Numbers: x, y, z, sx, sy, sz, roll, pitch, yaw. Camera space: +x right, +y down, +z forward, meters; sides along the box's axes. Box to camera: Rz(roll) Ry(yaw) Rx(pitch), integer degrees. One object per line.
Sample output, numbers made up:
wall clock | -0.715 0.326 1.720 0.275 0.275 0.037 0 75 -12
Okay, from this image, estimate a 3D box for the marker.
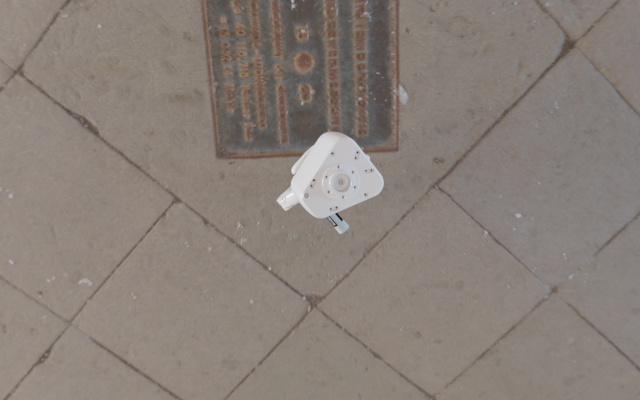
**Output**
marker | 0.000 0.002 0.749 0.020 0.121 0.020 -38 13 10
